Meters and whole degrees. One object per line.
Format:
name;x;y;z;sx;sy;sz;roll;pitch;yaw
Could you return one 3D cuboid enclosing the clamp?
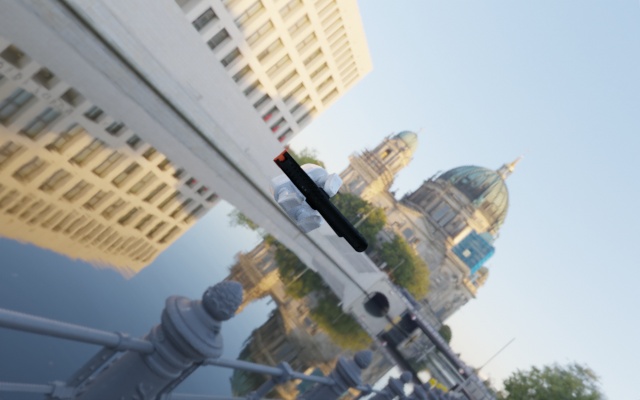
clamp;0.000;0.002;0.815;0.036;0.210;0.164;-41;17;-5
